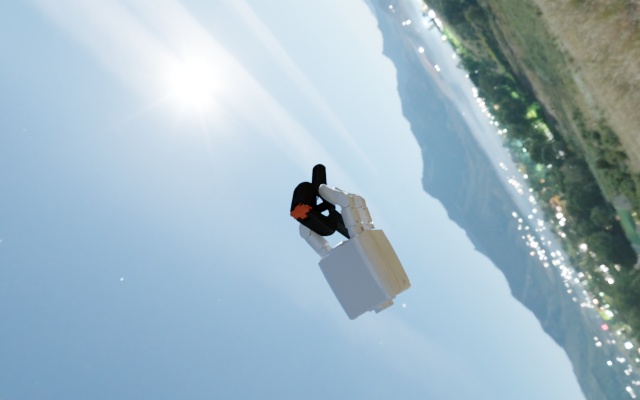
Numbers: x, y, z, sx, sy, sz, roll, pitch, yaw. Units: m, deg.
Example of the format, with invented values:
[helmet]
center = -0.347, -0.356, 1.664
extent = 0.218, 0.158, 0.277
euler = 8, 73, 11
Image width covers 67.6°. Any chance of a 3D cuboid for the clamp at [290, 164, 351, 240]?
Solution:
[clamp]
center = -0.001, 0.003, 0.779
extent = 0.036, 0.164, 0.210
euler = -34, -15, 19
